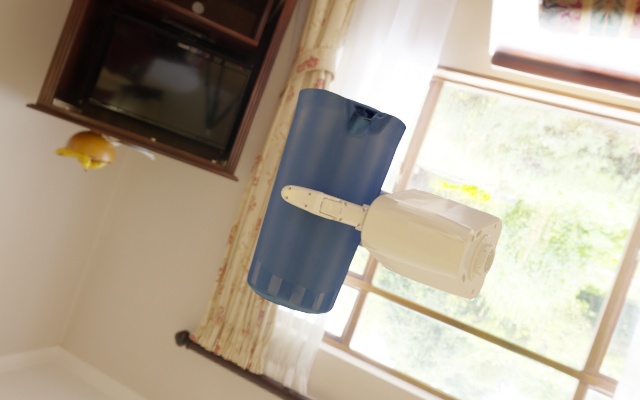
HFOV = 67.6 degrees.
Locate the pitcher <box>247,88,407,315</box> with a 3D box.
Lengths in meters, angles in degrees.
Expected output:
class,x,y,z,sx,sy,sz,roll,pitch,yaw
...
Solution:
class,x,y,z,sx,sy,sz,roll,pitch,yaw
pitcher,0.000,0.002,0.573,0.145,0.243,0.149,19,0,35
